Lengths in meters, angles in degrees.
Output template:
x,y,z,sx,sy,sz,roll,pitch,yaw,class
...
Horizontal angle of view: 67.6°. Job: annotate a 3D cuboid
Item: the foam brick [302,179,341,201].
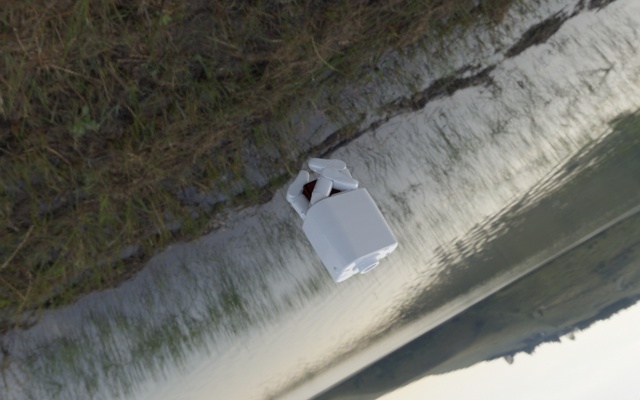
x,y,z,sx,sy,sz,roll,pitch,yaw,class
0.000,0.003,0.800,0.053,0.051,0.078,-24,-20,-21,foam brick
